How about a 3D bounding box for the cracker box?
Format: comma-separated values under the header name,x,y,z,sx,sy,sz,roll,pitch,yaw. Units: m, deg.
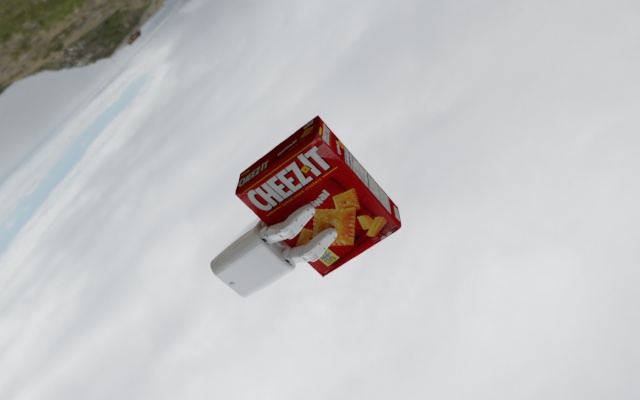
name,x,y,z,sx,sy,sz,roll,pitch,yaw
cracker box,0.000,0.002,0.748,0.164,0.214,0.072,-34,27,20
